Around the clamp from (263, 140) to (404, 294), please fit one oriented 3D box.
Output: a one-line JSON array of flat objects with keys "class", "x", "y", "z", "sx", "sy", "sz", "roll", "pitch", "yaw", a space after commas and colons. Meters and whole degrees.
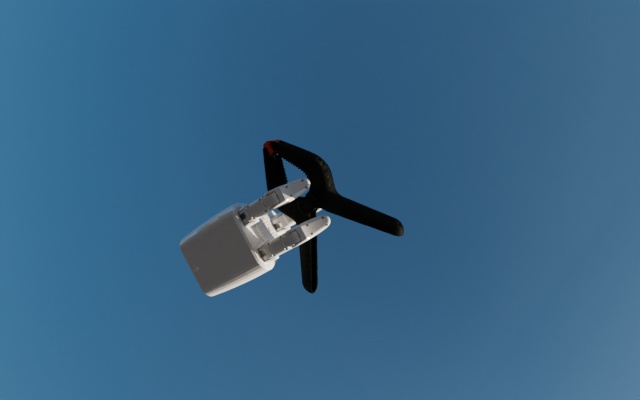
[{"class": "clamp", "x": 0.000, "y": 0.002, "z": 0.633, "sx": 0.164, "sy": 0.210, "sz": 0.036, "roll": -29, "pitch": -1, "yaw": 22}]
